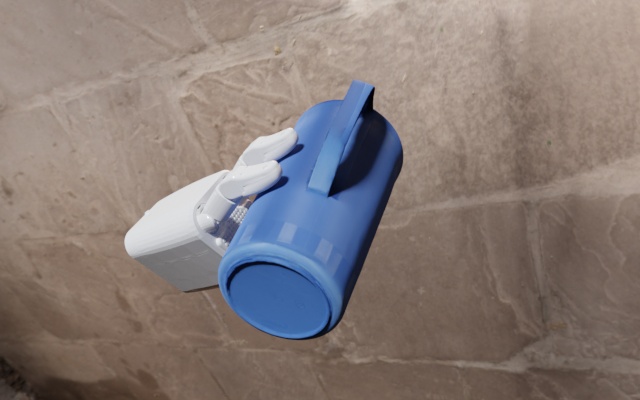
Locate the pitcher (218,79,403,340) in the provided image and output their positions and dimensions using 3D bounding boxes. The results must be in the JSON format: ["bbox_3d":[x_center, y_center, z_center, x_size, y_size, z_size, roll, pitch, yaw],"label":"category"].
[{"bbox_3d":[0.000,0.002,0.461,0.145,0.149,0.242,-18,27,30],"label":"pitcher"}]
